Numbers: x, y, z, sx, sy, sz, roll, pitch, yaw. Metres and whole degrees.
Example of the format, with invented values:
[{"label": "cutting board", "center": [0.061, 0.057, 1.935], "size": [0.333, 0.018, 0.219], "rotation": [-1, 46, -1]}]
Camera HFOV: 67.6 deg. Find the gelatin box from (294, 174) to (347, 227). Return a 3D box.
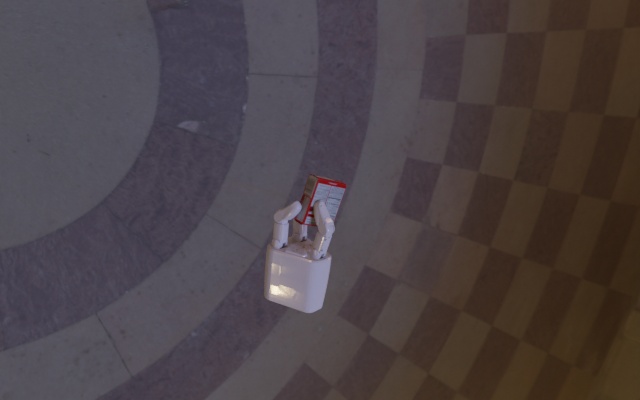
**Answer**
[{"label": "gelatin box", "center": [0.001, 0.003, 0.854], "size": [0.073, 0.089, 0.030], "rotation": [10, 13, -43]}]
